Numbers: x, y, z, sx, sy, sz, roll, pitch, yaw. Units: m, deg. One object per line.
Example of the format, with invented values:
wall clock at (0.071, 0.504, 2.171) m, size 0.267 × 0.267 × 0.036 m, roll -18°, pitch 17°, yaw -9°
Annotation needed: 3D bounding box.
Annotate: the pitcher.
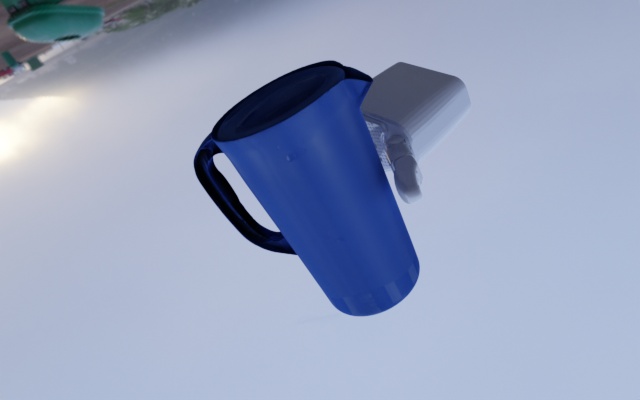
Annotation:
pitcher at (0.000, 0.001, 0.476) m, size 0.145 × 0.243 × 0.149 m, roll -43°, pitch 31°, yaw -25°
